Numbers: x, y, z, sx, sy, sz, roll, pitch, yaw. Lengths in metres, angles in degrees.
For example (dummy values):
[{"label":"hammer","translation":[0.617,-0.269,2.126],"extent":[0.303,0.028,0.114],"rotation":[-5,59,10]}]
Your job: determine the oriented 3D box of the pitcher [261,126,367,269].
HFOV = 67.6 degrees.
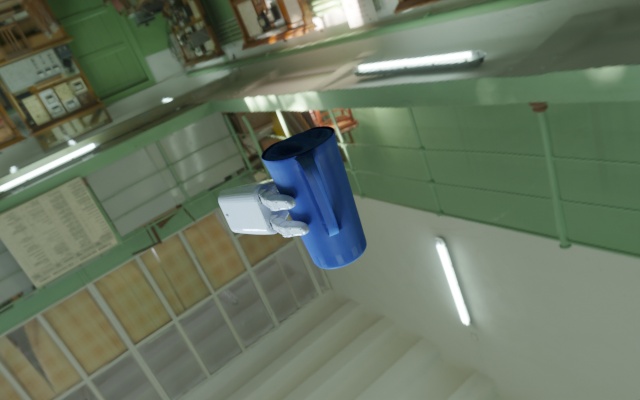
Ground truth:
[{"label":"pitcher","translation":[0.000,0.003,0.850],"extent":[0.145,0.243,0.149],"rotation":[-3,29,38]}]
